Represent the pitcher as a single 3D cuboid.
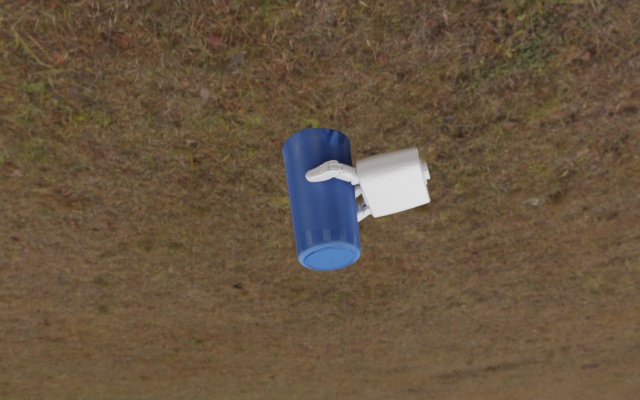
[{"bbox_3d":[0.000,0.003,0.875,0.145,0.242,0.149,-14,-32,14],"label":"pitcher"}]
